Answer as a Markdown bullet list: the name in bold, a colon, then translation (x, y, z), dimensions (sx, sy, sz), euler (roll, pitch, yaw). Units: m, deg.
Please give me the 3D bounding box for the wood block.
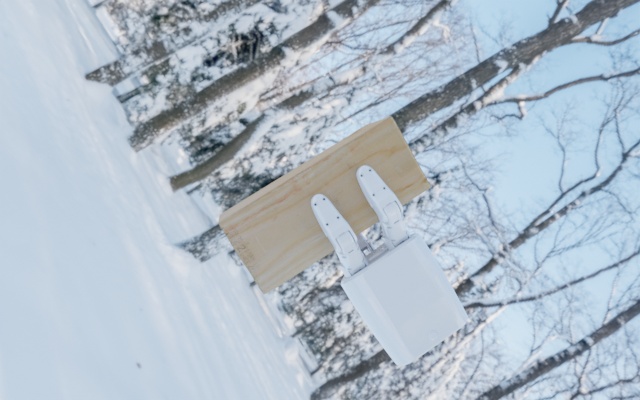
- **wood block**: translation (0.000, 0.002, 0.525), dimensions (0.206, 0.090, 0.091), euler (-32, 8, -8)
